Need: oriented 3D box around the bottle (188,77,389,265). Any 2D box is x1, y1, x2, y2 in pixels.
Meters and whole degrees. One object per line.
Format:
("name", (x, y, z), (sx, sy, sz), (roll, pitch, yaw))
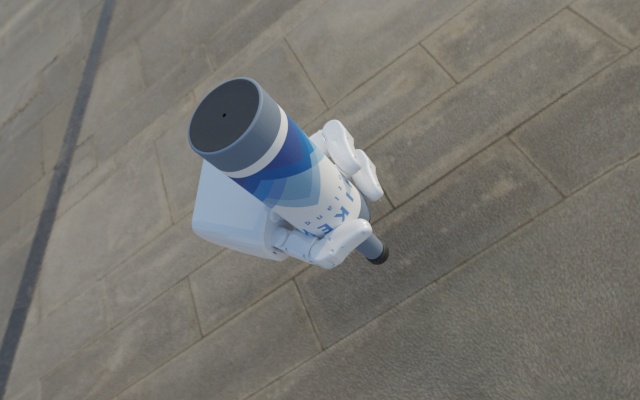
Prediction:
("bottle", (0.000, 0.001, 0.453), (0.069, 0.069, 0.296), (0, -25, 31))
